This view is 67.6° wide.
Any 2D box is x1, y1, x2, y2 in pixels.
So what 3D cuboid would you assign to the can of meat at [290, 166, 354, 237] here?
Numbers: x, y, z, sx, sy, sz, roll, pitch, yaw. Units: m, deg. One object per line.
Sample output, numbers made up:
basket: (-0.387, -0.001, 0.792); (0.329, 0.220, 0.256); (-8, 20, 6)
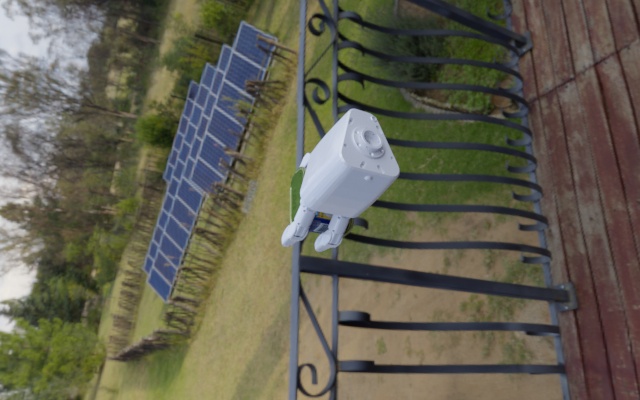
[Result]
can of meat: (0.000, 0.002, 0.742); (0.084, 0.102, 0.057); (12, -31, -26)
